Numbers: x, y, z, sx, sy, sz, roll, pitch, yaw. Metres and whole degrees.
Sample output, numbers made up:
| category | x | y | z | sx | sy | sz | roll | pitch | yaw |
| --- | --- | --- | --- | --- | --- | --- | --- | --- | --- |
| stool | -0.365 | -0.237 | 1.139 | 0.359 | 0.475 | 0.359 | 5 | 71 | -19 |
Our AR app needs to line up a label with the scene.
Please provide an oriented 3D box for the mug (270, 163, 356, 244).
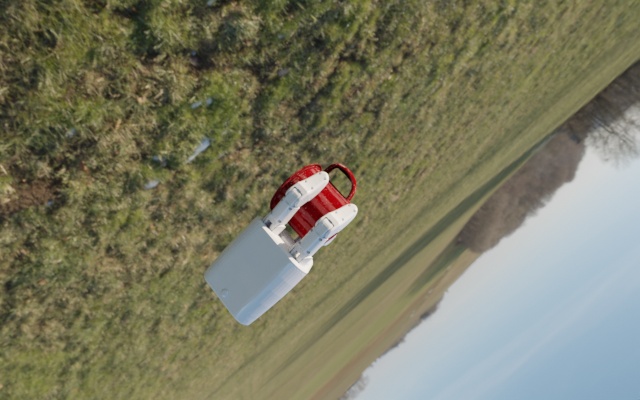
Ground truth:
| category | x | y | z | sx | sy | sz | roll | pitch | yaw |
| --- | --- | --- | --- | --- | --- | --- | --- | --- | --- |
| mug | 0.001 | 0.001 | 0.653 | 0.117 | 0.081 | 0.093 | -44 | -17 | 5 |
